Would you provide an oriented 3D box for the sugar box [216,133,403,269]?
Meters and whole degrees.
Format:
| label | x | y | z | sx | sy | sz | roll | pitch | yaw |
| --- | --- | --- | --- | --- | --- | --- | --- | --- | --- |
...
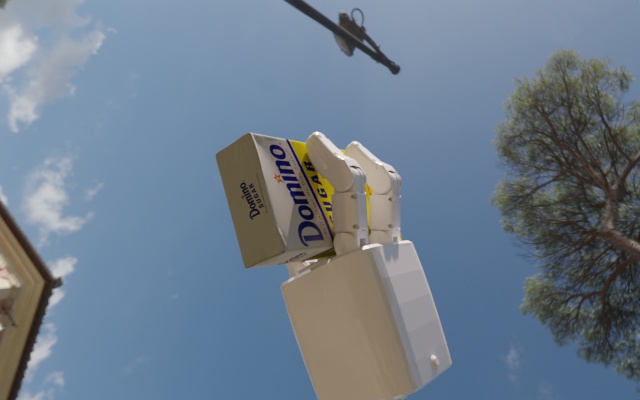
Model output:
| label | x | y | z | sx | sy | sz | roll | pitch | yaw |
| --- | --- | --- | --- | --- | --- | --- | --- | --- | --- |
| sugar box | 0.001 | 0.001 | 0.406 | 0.048 | 0.093 | 0.176 | -26 | -15 | 31 |
